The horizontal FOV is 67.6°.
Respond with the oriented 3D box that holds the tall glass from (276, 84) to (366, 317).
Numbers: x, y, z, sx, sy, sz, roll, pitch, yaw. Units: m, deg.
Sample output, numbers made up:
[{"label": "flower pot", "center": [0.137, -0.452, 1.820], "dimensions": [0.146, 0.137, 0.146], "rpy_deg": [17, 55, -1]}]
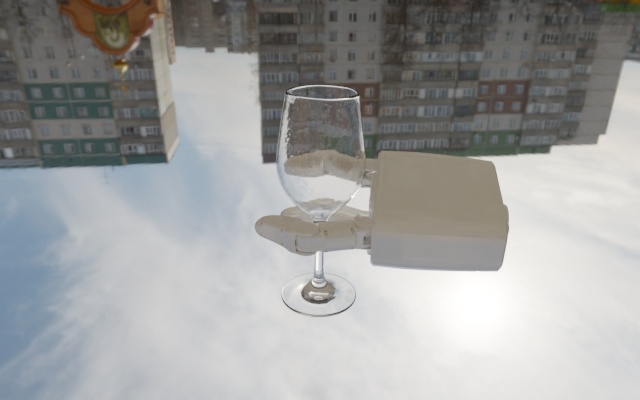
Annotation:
[{"label": "tall glass", "center": [0.000, 0.002, 0.432], "dimensions": [0.079, 0.201, 0.079], "rpy_deg": [1, 24, 0]}]
